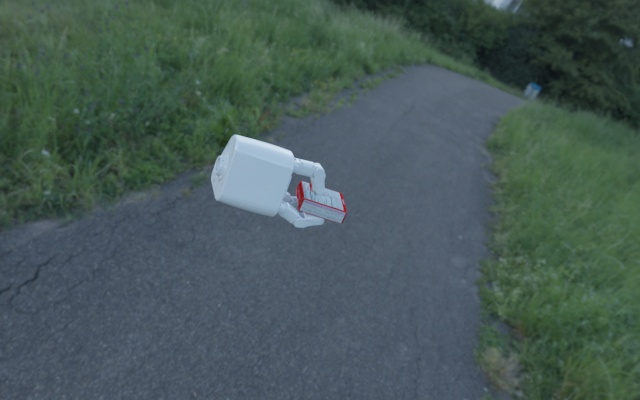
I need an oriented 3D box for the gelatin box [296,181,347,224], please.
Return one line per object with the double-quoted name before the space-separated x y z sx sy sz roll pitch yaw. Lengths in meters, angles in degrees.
"gelatin box" 0.001 0.003 0.876 0.089 0.030 0.073 17 25 -14
